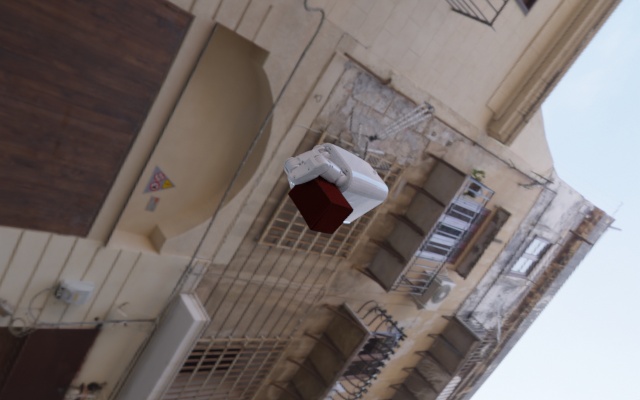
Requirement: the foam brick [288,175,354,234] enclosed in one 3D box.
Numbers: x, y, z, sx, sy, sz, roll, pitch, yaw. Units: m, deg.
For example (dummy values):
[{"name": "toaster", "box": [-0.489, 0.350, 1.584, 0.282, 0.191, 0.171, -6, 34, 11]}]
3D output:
[{"name": "foam brick", "box": [0.000, 0.003, 0.691, 0.051, 0.053, 0.078, 18, 30, -47]}]
